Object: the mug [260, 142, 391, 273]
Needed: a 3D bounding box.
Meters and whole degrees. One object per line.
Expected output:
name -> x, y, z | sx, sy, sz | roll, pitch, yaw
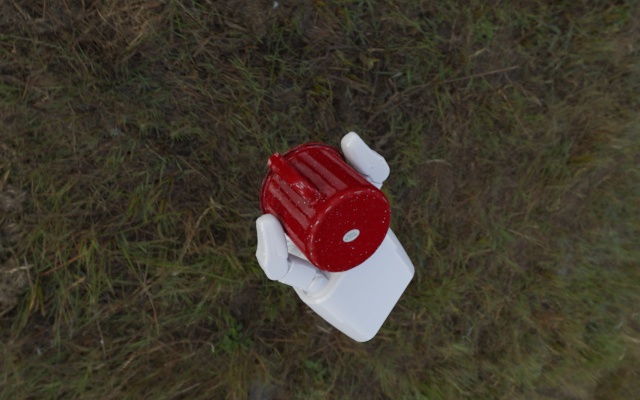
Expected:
mug -> -0.001, 0.001, 0.401 | 0.117, 0.093, 0.081 | 46, -2, -42
